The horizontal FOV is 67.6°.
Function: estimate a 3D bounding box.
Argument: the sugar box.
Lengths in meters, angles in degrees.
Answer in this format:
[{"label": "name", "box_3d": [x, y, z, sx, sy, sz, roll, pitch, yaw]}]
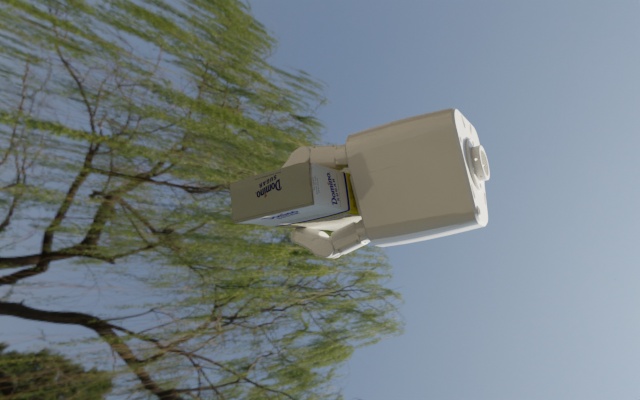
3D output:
[{"label": "sugar box", "box_3d": [0.000, 0.001, 0.494, 0.093, 0.048, 0.176, -13, -15, 30]}]
